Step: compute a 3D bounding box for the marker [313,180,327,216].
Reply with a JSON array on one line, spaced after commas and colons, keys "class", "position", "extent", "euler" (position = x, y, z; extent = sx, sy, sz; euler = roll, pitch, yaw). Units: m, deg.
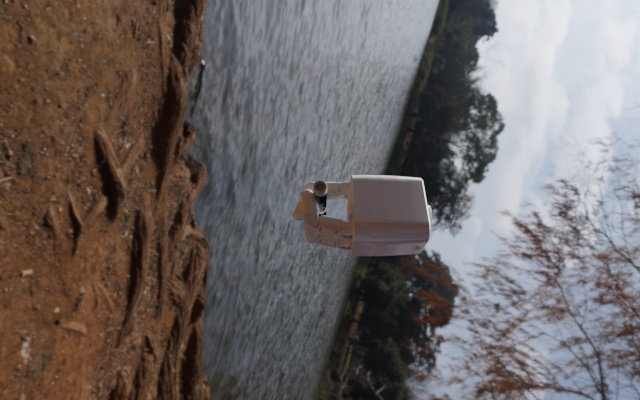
[{"class": "marker", "position": [0.000, 0.002, 0.698], "extent": [0.020, 0.020, 0.121], "euler": [0, -21, 0]}]
